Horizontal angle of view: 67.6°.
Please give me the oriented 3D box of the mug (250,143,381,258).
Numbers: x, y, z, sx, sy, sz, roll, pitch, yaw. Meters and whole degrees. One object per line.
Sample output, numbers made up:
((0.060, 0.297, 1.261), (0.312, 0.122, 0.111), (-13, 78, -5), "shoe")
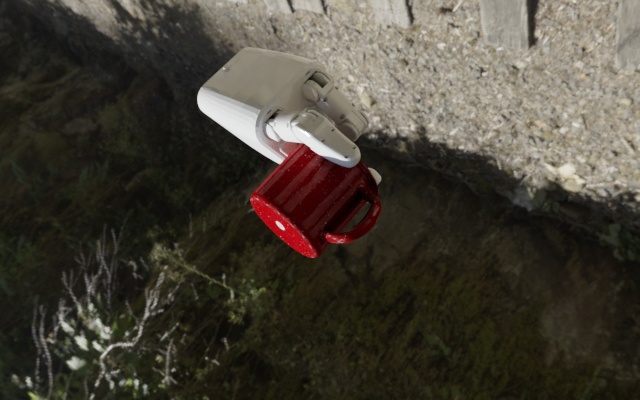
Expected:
((0.001, 0.002, 0.423), (0.117, 0.081, 0.093), (29, -22, 38), "mug")
